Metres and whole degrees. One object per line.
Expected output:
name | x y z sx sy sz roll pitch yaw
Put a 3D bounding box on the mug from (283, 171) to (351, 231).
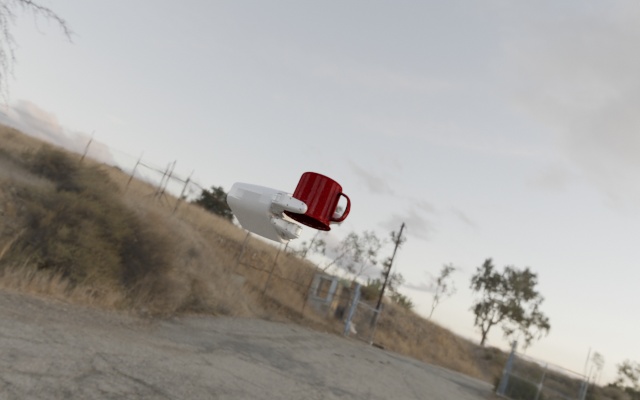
mug | 0.001 0.003 0.854 0.117 0.081 0.093 14 -16 29
